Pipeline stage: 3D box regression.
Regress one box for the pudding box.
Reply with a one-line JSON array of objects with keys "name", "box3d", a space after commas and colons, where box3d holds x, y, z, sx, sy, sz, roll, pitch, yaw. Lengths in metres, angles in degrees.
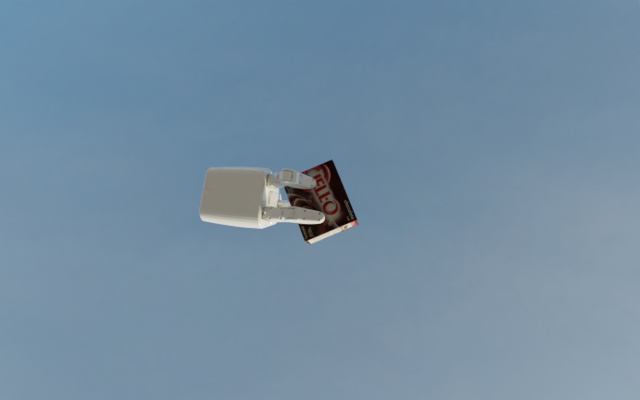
[{"name": "pudding box", "box3d": [0.000, 0.003, 0.768, 0.090, 0.113, 0.039, -23, -16, 5]}]
